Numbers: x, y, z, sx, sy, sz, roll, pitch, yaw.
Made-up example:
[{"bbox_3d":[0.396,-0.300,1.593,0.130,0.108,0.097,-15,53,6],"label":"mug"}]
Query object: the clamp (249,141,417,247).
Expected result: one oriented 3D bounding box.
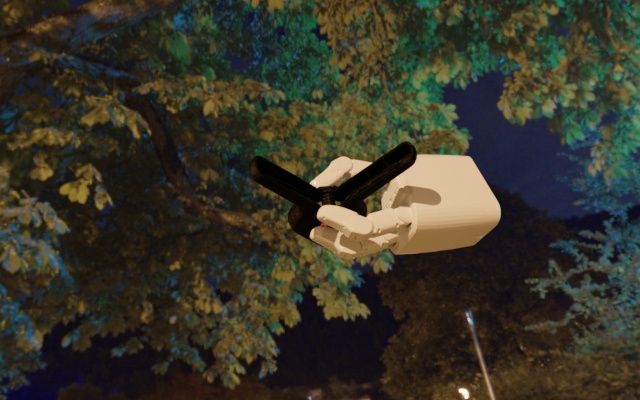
[{"bbox_3d":[0.000,0.001,0.539,0.164,0.036,0.210,-2,-28,-11],"label":"clamp"}]
